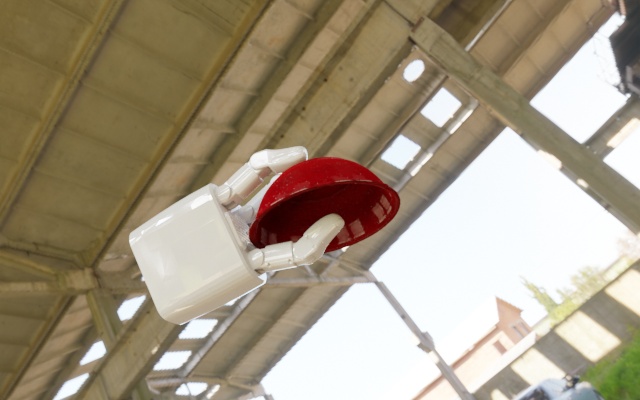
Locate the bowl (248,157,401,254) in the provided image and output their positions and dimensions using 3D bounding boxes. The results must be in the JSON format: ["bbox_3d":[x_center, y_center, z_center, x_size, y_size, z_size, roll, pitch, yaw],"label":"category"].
[{"bbox_3d":[0.001,0.001,0.509,0.162,0.055,0.162,-11,-28,-6],"label":"bowl"}]
